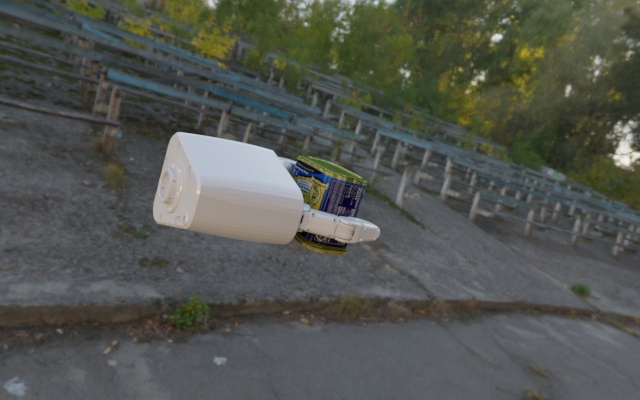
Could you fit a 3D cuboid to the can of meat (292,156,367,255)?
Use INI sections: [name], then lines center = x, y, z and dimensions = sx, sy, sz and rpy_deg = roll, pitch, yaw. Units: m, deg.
[can of meat]
center = 0.000, 0.001, 0.531
dimensions = 0.057, 0.084, 0.102
rpy_deg = 11, 12, -32
